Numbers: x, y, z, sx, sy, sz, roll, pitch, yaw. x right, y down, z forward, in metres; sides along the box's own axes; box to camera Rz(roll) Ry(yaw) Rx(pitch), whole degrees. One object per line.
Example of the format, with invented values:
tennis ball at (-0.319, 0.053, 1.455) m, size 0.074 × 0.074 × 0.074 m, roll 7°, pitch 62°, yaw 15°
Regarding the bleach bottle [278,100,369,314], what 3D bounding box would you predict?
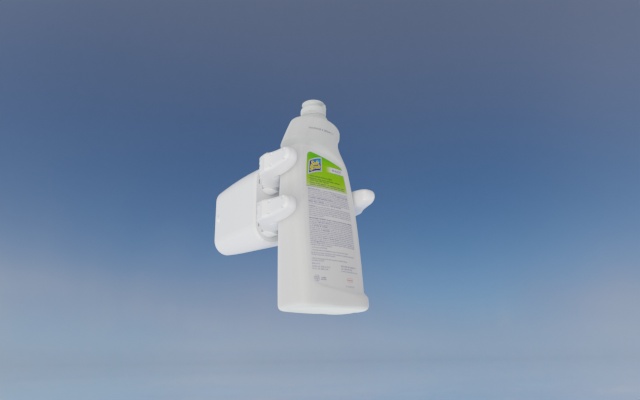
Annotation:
bleach bottle at (0.000, 0.002, 0.560) m, size 0.102 × 0.250 × 0.068 m, roll 14°, pitch -24°, yaw -37°
